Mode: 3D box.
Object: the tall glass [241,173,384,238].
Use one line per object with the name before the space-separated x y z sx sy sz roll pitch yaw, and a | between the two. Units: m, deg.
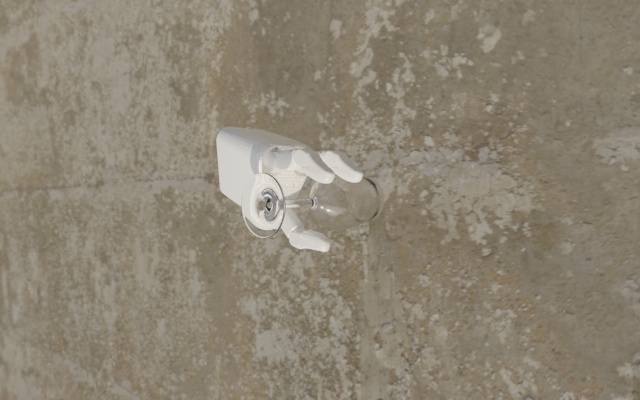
tall glass | 0.000 0.002 0.612 0.079 0.079 0.201 0 2 42
